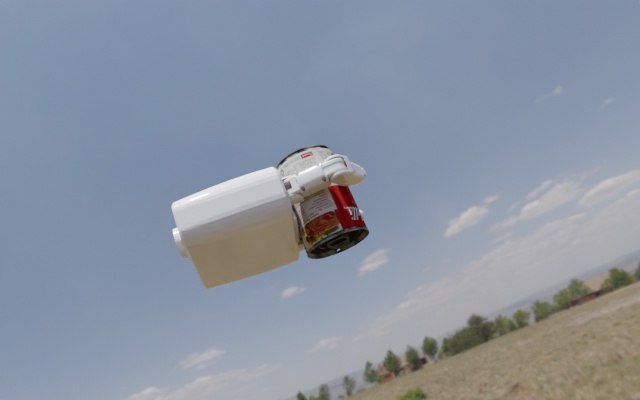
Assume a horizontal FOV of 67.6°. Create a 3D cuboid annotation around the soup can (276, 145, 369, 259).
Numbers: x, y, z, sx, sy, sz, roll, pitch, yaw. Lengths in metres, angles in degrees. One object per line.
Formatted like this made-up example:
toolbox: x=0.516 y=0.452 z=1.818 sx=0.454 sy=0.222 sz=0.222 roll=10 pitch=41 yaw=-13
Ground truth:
soup can: x=0.000 y=0.001 z=0.504 sx=0.068 sy=0.102 sz=0.068 roll=-20 pitch=-21 yaw=-8
